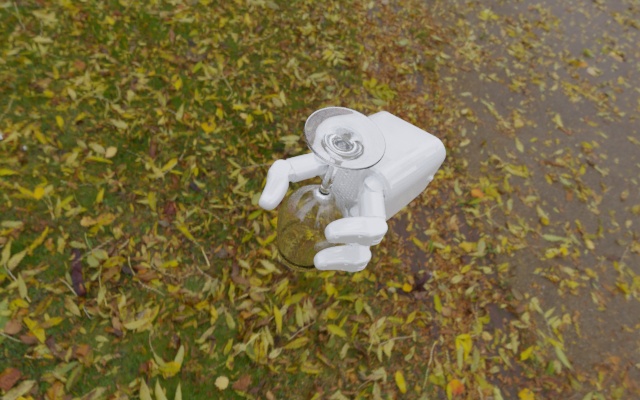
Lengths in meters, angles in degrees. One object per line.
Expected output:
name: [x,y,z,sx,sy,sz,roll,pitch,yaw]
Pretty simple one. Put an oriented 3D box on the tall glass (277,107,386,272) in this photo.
tall glass: [0.000,0.001,0.495,0.079,0.079,0.201,0,-35,-16]
